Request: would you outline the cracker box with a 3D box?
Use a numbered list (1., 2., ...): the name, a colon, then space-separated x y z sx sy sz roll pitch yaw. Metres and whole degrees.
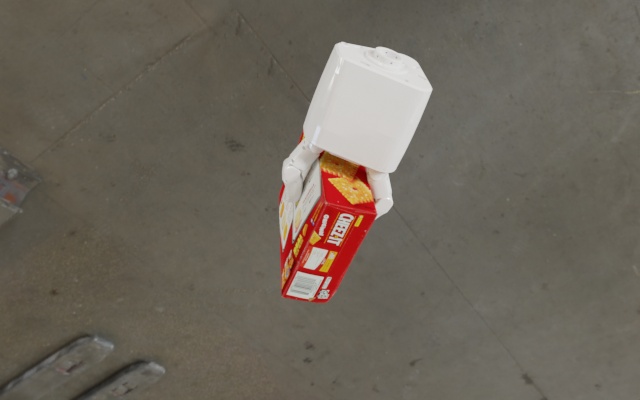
1. cracker box: 0.000 0.002 0.638 0.072 0.164 0.213 13 36 -15
